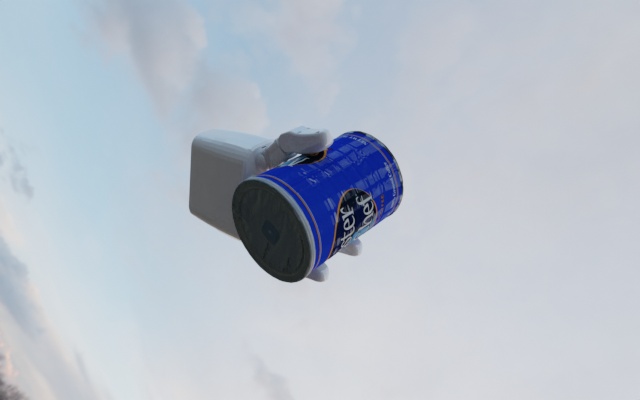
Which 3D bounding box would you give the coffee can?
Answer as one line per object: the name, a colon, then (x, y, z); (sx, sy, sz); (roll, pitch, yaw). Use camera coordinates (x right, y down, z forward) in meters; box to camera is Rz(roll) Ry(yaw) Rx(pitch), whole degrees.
coffee can: (0.000, 0.002, 0.469); (0.103, 0.103, 0.140); (0, 23, 46)
